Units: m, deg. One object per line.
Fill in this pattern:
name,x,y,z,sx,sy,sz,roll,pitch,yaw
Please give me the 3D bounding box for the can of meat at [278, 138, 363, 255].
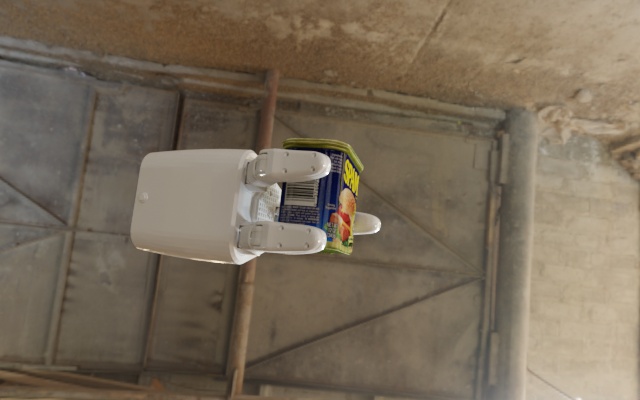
can of meat,0.000,0.002,0.409,0.057,0.084,0.102,4,-9,14
